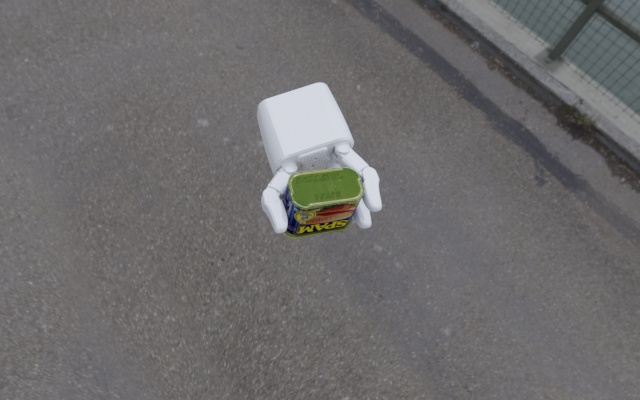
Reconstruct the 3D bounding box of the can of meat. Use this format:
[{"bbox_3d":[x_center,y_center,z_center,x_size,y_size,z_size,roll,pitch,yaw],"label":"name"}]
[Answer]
[{"bbox_3d":[0.000,0.002,0.628,0.102,0.057,0.084,-8,-28,-17],"label":"can of meat"}]
